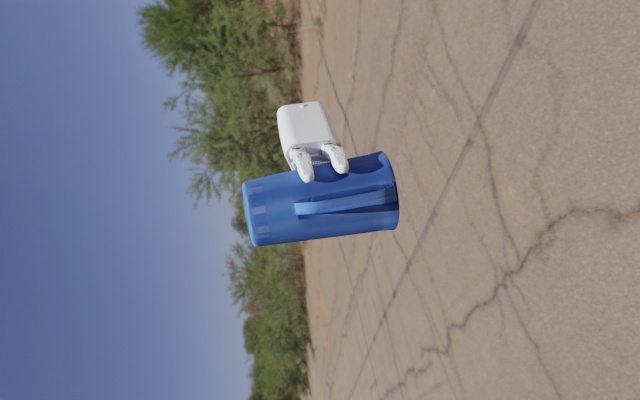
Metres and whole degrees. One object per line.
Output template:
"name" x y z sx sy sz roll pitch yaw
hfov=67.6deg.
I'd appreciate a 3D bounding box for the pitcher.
"pitcher" 0.000 0.002 0.771 0.243 0.145 0.149 -10 -39 -7
